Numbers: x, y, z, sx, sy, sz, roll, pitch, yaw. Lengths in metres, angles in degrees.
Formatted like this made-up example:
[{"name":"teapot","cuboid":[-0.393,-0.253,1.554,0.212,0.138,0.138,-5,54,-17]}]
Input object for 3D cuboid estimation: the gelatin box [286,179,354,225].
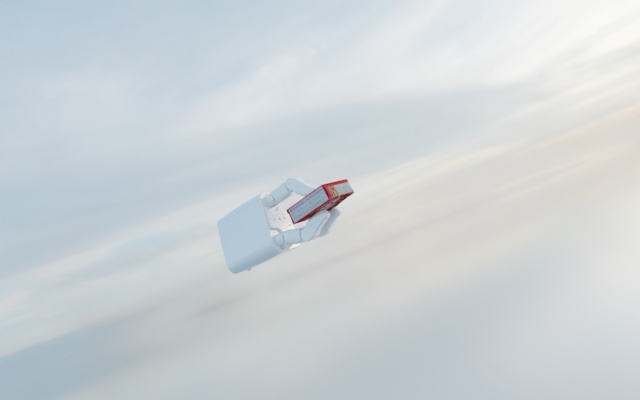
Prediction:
[{"name":"gelatin box","cuboid":[0.000,0.002,0.771,0.089,0.030,0.073,-36,-12,34]}]
